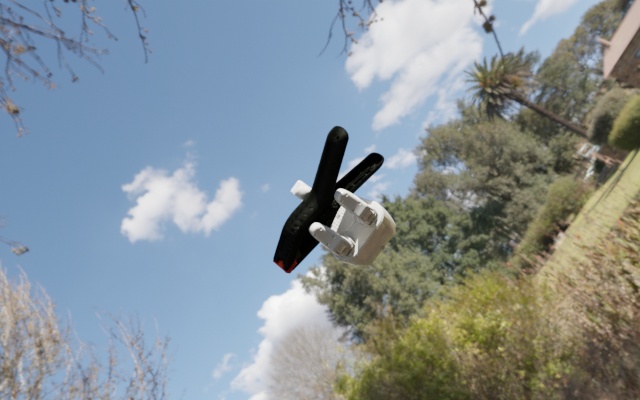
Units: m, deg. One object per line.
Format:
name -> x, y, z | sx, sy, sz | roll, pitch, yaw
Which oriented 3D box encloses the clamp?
clamp -> -0.001, 0.002, 0.626 | 0.036, 0.210, 0.164 | 37, 2, 24
